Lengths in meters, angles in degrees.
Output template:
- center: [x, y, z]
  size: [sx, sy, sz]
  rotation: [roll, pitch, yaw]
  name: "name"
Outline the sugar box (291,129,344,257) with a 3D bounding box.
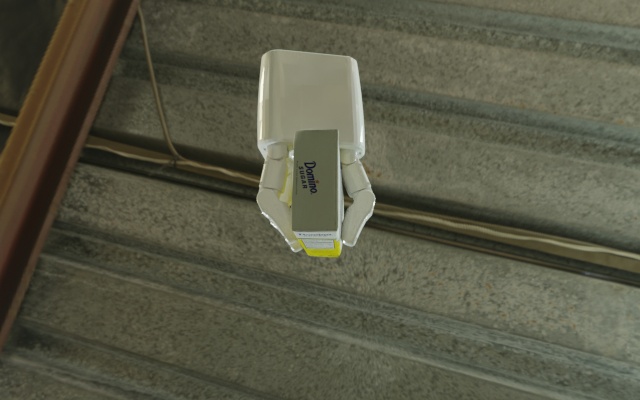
- center: [0.000, 0.001, 0.487]
  size: [0.048, 0.093, 0.176]
  rotation: [-1, -14, 6]
  name: "sugar box"
